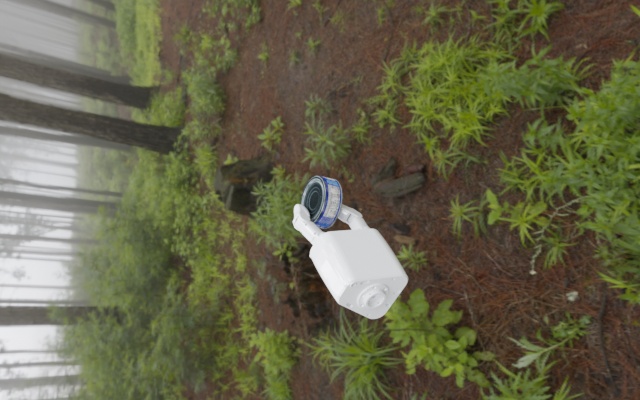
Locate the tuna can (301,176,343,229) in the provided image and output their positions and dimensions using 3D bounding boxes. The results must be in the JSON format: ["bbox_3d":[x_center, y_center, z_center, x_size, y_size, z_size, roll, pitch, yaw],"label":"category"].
[{"bbox_3d":[0.000,0.002,0.794,0.034,0.086,0.086,13,-6,-29],"label":"tuna can"}]
